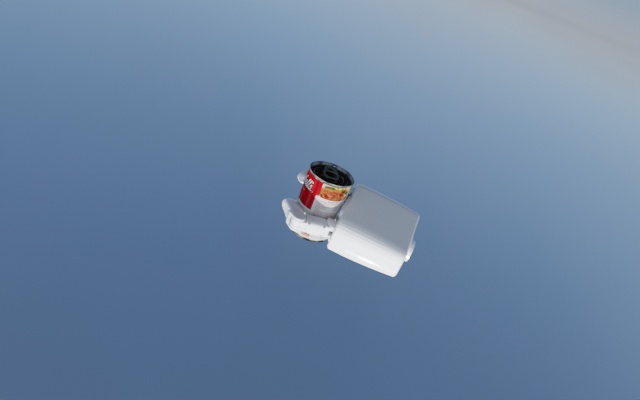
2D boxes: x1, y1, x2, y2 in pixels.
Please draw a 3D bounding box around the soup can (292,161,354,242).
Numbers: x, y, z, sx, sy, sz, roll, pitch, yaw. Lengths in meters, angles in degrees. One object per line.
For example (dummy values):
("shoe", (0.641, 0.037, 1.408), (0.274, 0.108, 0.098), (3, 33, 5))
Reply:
("soup can", (0.000, 0.002, 0.706), (0.068, 0.102, 0.068), (17, 29, -10))
